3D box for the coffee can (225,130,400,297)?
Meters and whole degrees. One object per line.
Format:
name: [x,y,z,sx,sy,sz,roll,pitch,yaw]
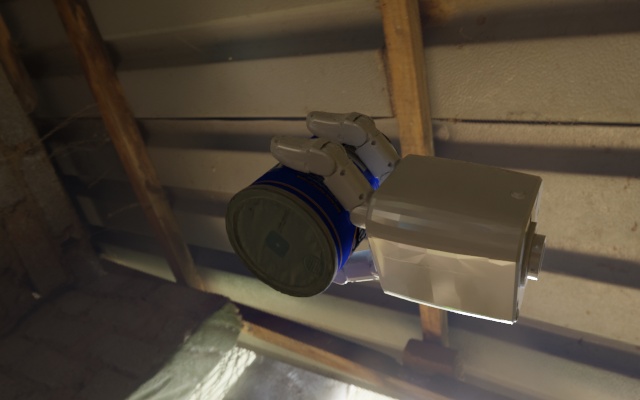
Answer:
coffee can: [0.000,0.001,0.422,0.103,0.103,0.140,0,29,35]
